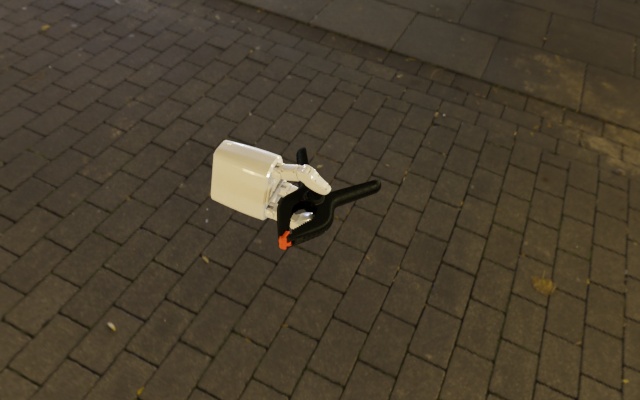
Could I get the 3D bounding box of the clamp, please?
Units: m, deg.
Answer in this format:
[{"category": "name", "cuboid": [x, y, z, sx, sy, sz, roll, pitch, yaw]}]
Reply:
[{"category": "clamp", "cuboid": [0.000, 0.002, 0.793, 0.164, 0.210, 0.036, 19, -40, 12]}]
